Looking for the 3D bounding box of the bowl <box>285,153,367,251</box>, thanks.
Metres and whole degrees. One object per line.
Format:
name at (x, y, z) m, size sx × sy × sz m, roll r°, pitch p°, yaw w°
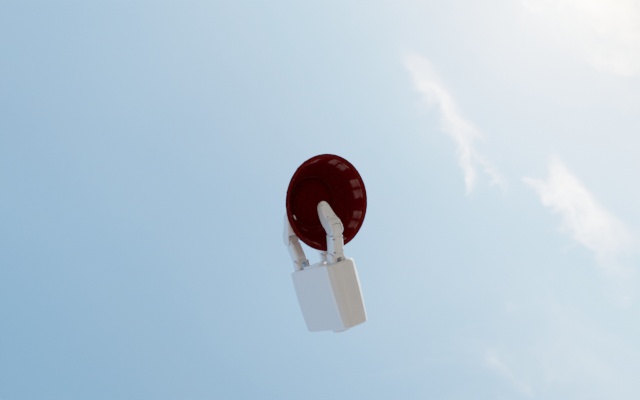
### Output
bowl at (0.000, 0.001, 0.811) m, size 0.162 × 0.162 × 0.055 m, roll 0°, pitch 1°, yaw -32°
